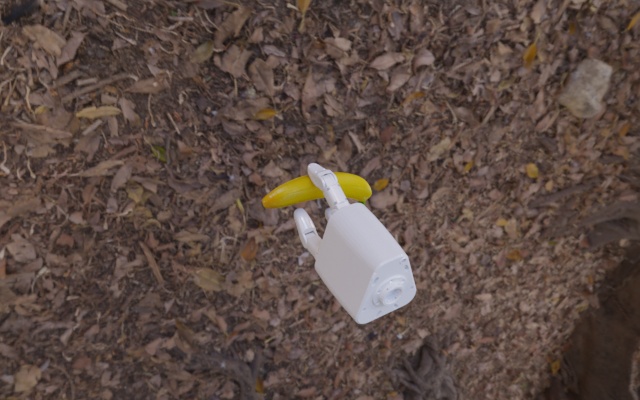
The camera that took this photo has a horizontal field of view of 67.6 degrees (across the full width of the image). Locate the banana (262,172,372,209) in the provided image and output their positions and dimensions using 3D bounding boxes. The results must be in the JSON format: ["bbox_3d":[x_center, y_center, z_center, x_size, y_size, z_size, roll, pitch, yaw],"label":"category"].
[{"bbox_3d":[0.010,-0.012,0.710,0.198,0.070,0.037,2,36,-37],"label":"banana"}]
